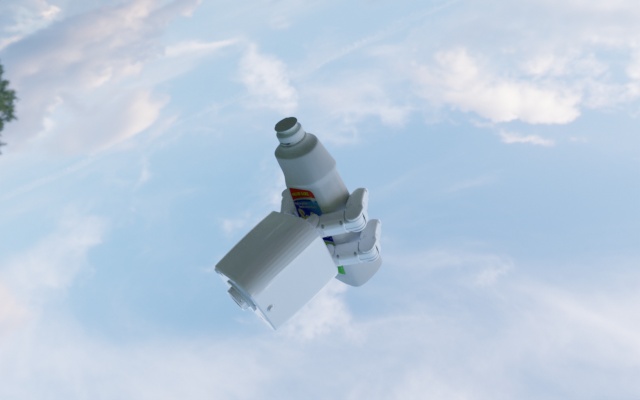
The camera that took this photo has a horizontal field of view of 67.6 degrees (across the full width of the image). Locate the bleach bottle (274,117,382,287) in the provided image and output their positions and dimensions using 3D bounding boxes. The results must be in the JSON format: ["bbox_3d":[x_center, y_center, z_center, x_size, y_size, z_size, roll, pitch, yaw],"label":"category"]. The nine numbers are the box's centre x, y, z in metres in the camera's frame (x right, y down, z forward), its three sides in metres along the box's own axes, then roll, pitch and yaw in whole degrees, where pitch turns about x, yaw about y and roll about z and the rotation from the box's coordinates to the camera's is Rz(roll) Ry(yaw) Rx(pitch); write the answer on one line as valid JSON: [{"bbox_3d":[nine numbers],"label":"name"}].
[{"bbox_3d":[0.000,0.002,0.608,0.068,0.251,0.102,-43,41,-20],"label":"bleach bottle"}]
